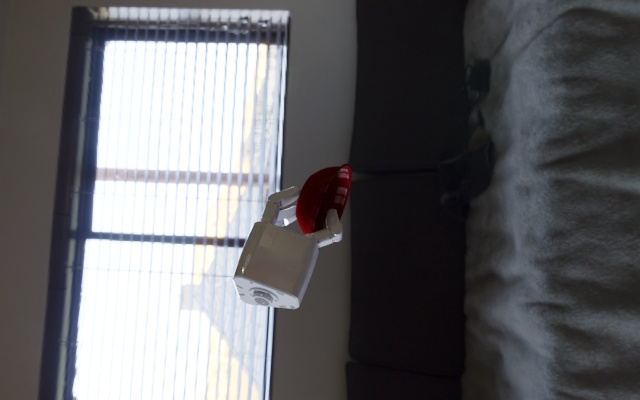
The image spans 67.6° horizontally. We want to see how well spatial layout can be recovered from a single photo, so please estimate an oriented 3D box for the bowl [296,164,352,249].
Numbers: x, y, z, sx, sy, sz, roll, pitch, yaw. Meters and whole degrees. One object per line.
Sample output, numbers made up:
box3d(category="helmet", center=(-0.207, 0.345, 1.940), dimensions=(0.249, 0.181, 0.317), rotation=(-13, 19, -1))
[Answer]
box3d(category="bowl", center=(0.000, 0.002, 0.861), dimensions=(0.055, 0.162, 0.162), rotation=(21, 6, 18))
